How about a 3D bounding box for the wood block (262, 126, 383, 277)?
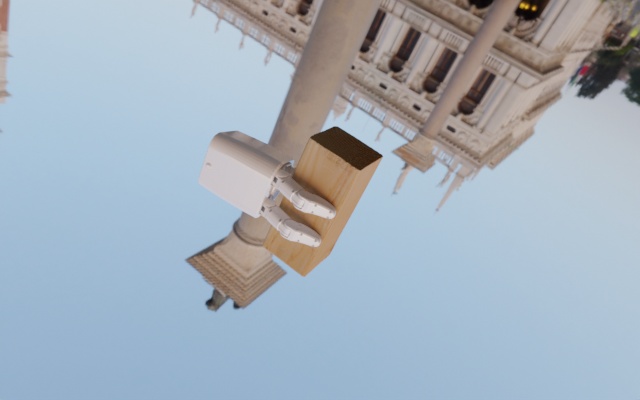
[{"bbox_3d":[0.000,0.002,0.734,0.090,0.206,0.090,35,32,14],"label":"wood block"}]
